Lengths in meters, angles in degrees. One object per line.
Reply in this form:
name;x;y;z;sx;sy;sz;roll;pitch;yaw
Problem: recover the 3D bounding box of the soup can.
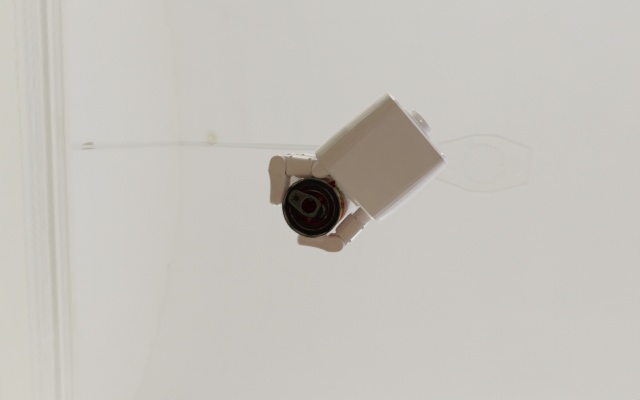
soup can;0.000;0.002;0.580;0.068;0.068;0.102;0;7;12
